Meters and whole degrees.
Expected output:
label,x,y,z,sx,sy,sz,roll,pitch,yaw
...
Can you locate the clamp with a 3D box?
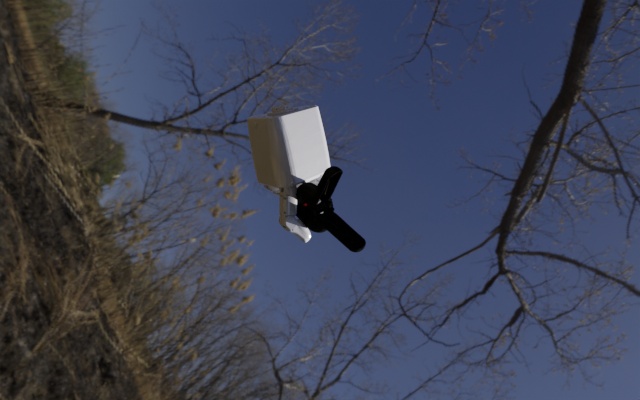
label,x,y,z,sx,sy,sz,roll,pitch,yaw
clamp,0.001,0.002,0.691,0.039,0.120,0.171,-18,18,-29
